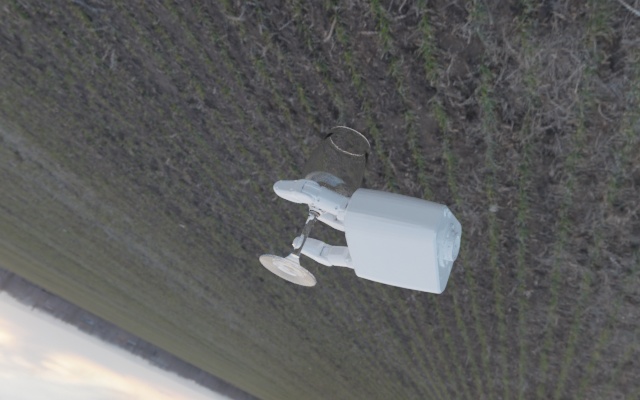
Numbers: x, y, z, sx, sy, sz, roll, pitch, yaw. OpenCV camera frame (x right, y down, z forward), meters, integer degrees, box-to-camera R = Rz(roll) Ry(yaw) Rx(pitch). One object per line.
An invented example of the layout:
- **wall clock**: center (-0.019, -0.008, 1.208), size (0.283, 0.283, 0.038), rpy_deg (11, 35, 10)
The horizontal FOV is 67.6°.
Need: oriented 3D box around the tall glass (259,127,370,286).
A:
- **tall glass**: center (0.000, 0.002, 0.605), size (0.079, 0.201, 0.079), rpy_deg (21, -25, 10)
